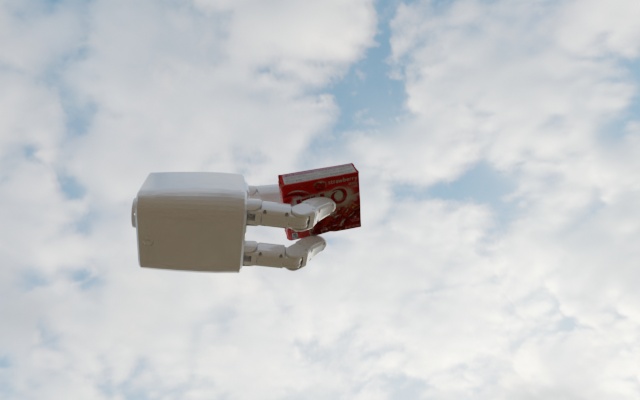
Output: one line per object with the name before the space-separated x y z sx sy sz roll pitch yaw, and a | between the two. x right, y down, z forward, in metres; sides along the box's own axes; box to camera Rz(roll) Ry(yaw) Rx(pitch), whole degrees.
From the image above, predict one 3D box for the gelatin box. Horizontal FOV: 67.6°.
gelatin box | 0.000 0.001 0.542 0.089 0.073 0.030 -10 31 -8
